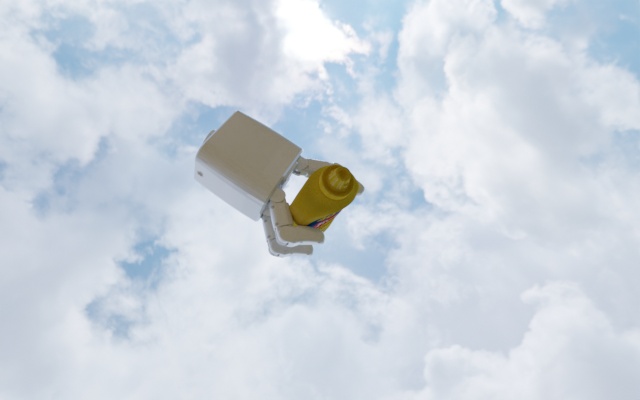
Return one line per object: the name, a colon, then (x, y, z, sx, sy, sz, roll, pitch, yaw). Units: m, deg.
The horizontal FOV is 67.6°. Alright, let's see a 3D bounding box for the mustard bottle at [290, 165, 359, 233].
mustard bottle: (0.000, 0.002, 0.621, 0.096, 0.058, 0.192, -30, -10, -24)
